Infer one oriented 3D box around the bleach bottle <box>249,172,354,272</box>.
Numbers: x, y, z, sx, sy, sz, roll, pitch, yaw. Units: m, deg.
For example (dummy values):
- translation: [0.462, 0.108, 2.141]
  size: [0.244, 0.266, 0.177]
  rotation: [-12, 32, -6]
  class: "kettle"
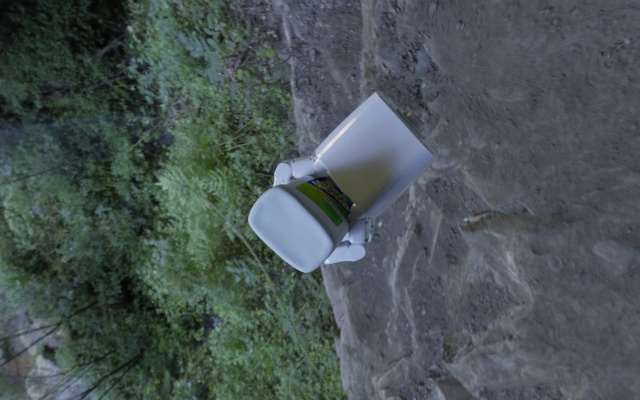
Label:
- translation: [0.000, 0.002, 0.625]
  size: [0.068, 0.102, 0.250]
  rotation: [-46, 0, 21]
  class: "bleach bottle"
